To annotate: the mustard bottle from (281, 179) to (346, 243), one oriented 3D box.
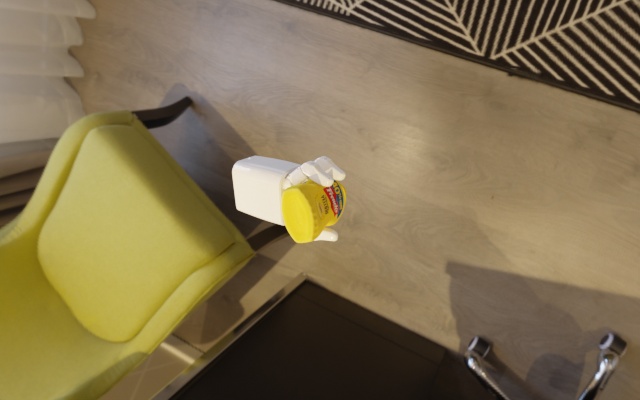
[{"bbox_3d":[0.000,0.003,0.862,0.058,0.096,0.191,-11,10,27],"label":"mustard bottle"}]
